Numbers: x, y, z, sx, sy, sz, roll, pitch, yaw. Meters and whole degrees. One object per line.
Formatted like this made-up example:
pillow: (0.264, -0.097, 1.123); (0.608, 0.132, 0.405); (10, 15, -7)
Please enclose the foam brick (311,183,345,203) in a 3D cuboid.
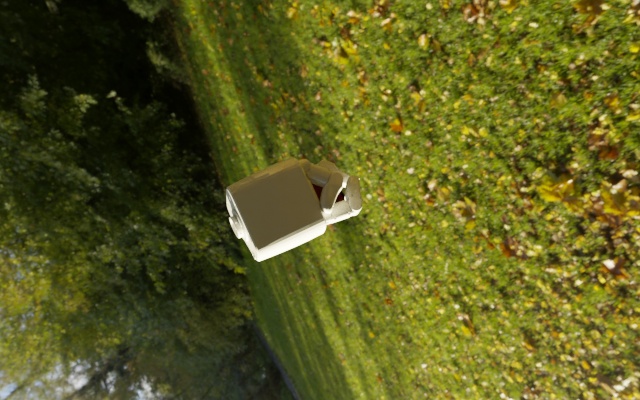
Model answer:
foam brick: (0.000, 0.003, 0.742); (0.051, 0.053, 0.078); (-26, -16, -18)
